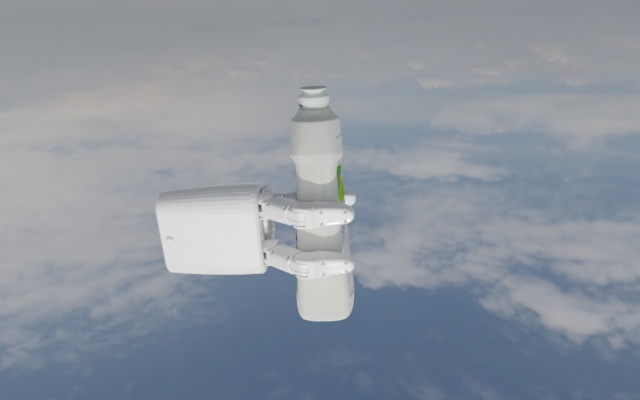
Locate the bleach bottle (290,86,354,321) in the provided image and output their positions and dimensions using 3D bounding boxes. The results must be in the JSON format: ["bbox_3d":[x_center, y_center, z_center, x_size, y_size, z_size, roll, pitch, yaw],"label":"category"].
[{"bbox_3d":[0.000,0.002,0.526,0.068,0.251,0.102,-2,21,3],"label":"bleach bottle"}]
